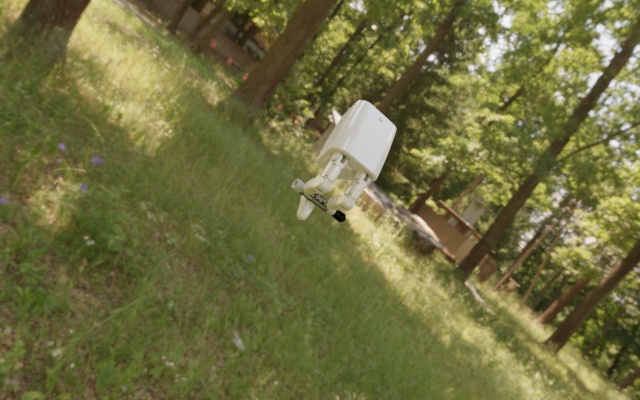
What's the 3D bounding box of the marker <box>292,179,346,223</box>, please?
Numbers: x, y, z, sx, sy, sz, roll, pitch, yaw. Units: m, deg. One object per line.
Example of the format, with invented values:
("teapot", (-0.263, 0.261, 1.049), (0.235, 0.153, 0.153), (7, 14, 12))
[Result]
("marker", (0.000, 0.003, 0.837), (0.121, 0.020, 0.020), (36, -19, -27))
